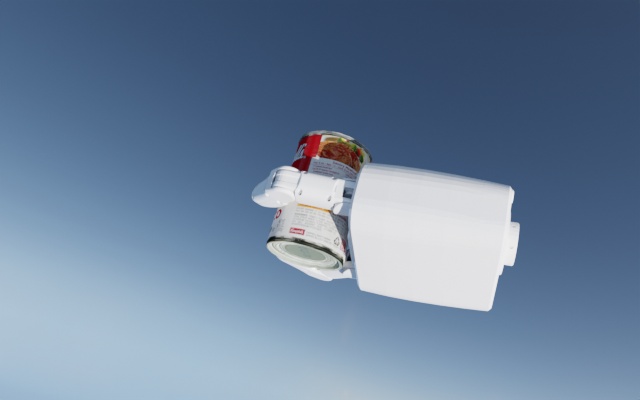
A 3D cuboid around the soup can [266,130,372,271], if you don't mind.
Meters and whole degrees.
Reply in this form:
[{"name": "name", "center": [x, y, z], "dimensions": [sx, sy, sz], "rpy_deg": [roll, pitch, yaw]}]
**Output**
[{"name": "soup can", "center": [-0.001, 0.001, 0.409], "dimensions": [0.068, 0.102, 0.068], "rpy_deg": [14, -22, 6]}]
